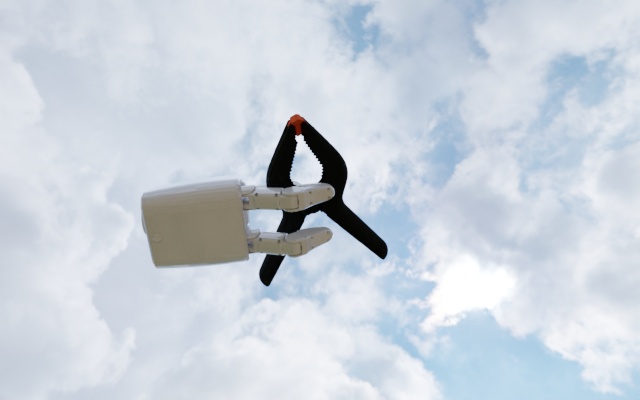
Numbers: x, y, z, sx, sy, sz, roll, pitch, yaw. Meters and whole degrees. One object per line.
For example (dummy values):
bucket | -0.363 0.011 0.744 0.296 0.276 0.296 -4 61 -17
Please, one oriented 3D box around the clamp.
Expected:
clamp | 0.000 0.001 0.566 0.164 0.210 0.036 -7 25 -8
